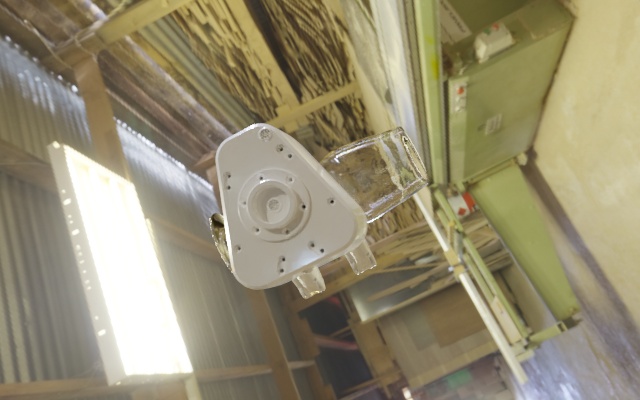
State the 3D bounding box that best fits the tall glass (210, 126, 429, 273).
[{"bbox_3d":[-0.001,0.002,0.460,0.201,0.079,0.079,-27,-3,5],"label":"tall glass"}]
